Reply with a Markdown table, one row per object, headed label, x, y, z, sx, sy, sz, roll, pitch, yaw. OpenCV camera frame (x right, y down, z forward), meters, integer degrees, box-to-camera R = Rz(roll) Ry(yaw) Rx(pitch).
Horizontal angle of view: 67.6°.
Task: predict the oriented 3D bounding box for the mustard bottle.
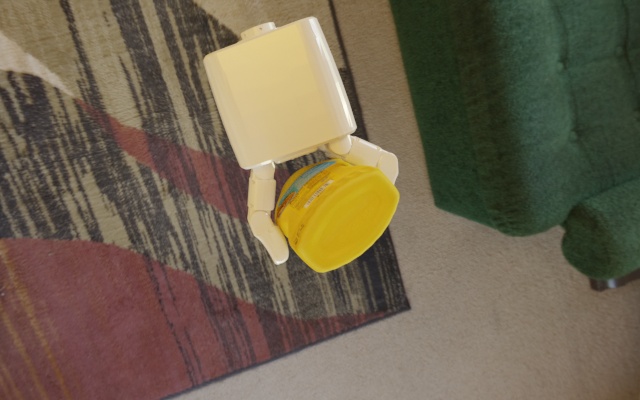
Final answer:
| label | x | y | z | sx | sy | sz | roll | pitch | yaw |
| --- | --- | --- | --- | --- | --- | --- | --- | --- | --- |
| mustard bottle | 0.000 | 0.002 | 0.467 | 0.058 | 0.096 | 0.191 | 45 | -3 | -17 |
